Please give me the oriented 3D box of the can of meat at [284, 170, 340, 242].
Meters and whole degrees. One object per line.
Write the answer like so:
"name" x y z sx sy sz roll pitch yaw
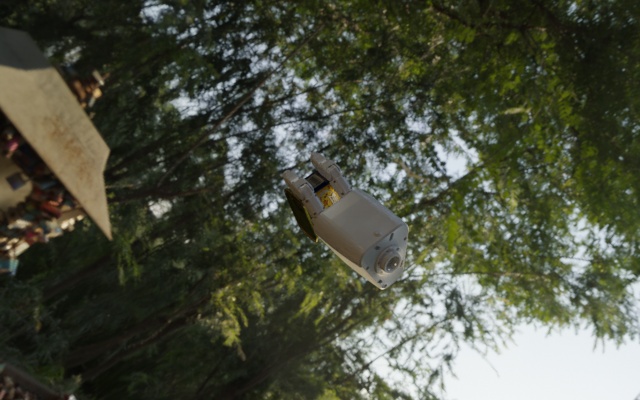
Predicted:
"can of meat" 0.000 0.002 0.772 0.084 0.102 0.057 -35 41 -17
